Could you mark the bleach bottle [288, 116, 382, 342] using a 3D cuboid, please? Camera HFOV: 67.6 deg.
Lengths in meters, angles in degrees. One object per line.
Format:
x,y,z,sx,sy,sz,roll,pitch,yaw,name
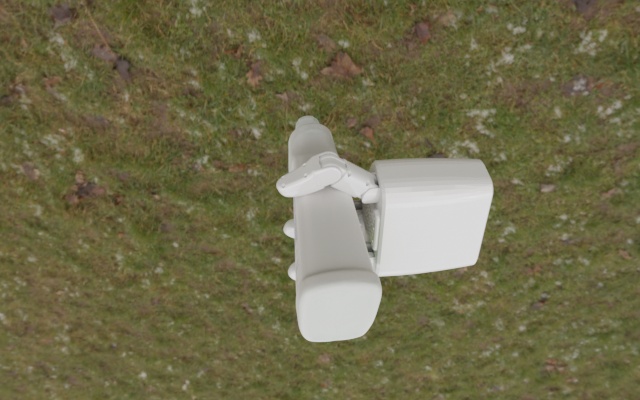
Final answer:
0.000,0.002,0.470,0.068,0.250,0.103,-4,-40,-6,bleach bottle
